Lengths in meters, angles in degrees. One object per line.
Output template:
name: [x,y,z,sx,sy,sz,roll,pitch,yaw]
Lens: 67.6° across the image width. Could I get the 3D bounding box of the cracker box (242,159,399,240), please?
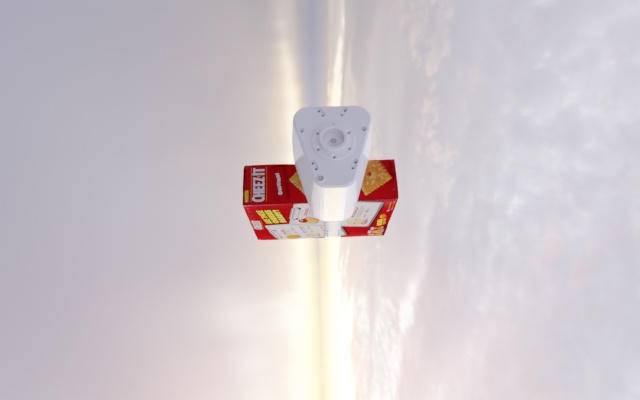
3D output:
cracker box: [0.000,0.003,0.729,0.214,0.072,0.164,-2,-22,0]
